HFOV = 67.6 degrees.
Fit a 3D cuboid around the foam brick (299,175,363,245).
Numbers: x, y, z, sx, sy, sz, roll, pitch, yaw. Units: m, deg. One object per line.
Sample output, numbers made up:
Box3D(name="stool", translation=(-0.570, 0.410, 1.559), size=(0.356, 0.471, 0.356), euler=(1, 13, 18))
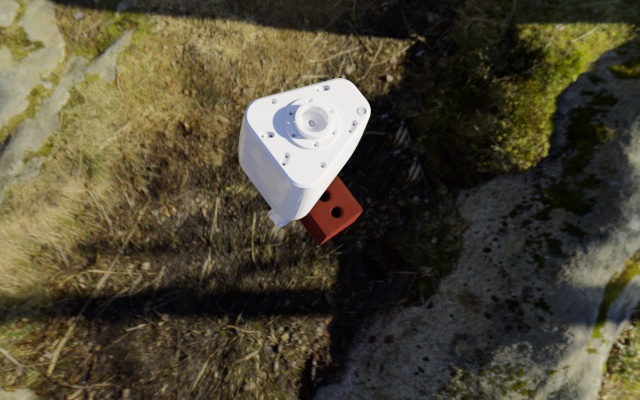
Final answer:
Box3D(name="foam brick", translation=(0.000, 0.002, 0.533), size=(0.053, 0.078, 0.051), euler=(-36, -7, -18))
